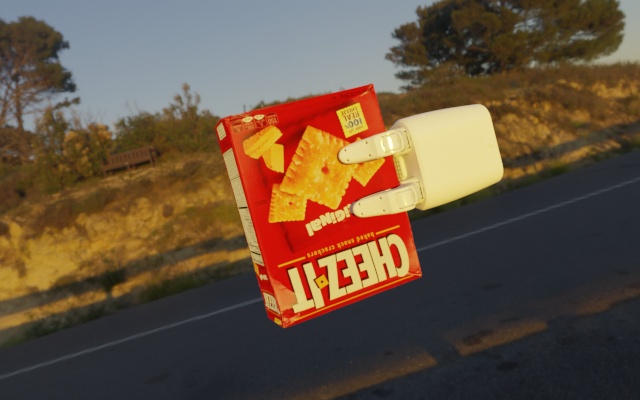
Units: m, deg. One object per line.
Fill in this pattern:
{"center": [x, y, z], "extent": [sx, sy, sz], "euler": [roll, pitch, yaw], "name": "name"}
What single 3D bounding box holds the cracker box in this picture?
{"center": [0.000, 0.001, 0.502], "extent": [0.164, 0.214, 0.072], "euler": [-16, 4, -19], "name": "cracker box"}
